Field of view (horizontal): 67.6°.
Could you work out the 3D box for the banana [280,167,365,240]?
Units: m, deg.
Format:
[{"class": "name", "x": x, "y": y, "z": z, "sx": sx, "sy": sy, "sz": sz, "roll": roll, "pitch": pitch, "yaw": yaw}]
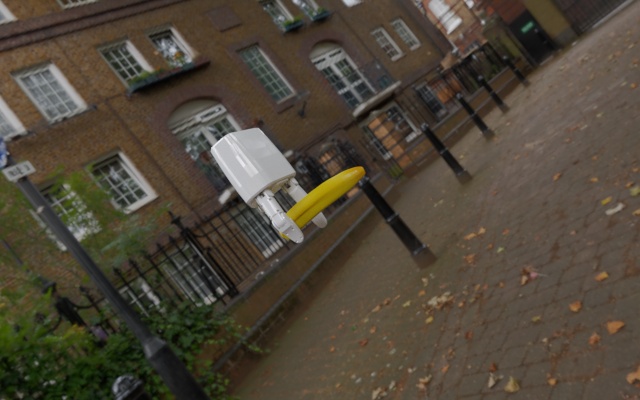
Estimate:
[{"class": "banana", "x": -0.011, "y": 0.009, "z": 0.772, "sx": 0.198, "sy": 0.037, "sz": 0.069, "roll": -42, "pitch": -9, "yaw": 31}]
